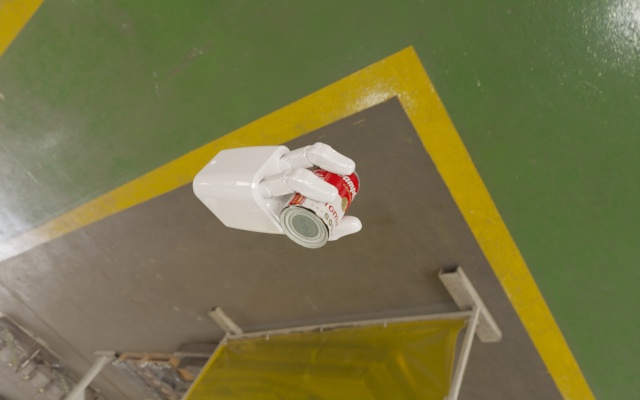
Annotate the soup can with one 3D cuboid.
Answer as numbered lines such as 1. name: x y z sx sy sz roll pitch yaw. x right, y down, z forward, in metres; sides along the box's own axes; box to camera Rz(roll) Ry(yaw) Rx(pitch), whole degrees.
1. soup can: 0.000 0.002 0.602 0.068 0.068 0.102 0 38 31
